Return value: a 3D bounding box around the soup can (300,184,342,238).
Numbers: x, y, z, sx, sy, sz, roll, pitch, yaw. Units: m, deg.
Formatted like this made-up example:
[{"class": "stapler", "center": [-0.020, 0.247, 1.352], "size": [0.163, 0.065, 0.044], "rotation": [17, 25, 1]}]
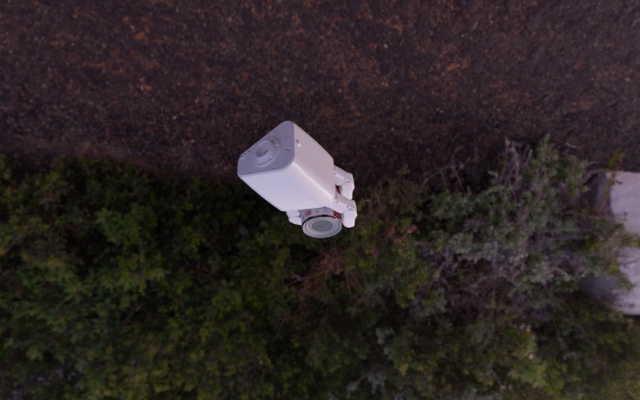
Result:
[{"class": "soup can", "center": [0.000, 0.003, 0.804], "size": [0.068, 0.102, 0.069], "rotation": [-2, -35, -2]}]
